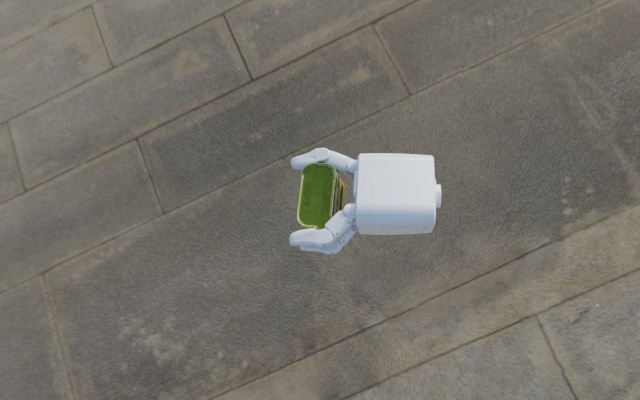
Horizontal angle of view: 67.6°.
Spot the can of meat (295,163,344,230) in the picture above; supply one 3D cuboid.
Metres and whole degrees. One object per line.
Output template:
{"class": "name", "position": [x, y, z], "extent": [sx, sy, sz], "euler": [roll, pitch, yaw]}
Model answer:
{"class": "can of meat", "position": [0.000, 0.002, 0.702], "extent": [0.057, 0.102, 0.084], "euler": [4, -13, 10]}
